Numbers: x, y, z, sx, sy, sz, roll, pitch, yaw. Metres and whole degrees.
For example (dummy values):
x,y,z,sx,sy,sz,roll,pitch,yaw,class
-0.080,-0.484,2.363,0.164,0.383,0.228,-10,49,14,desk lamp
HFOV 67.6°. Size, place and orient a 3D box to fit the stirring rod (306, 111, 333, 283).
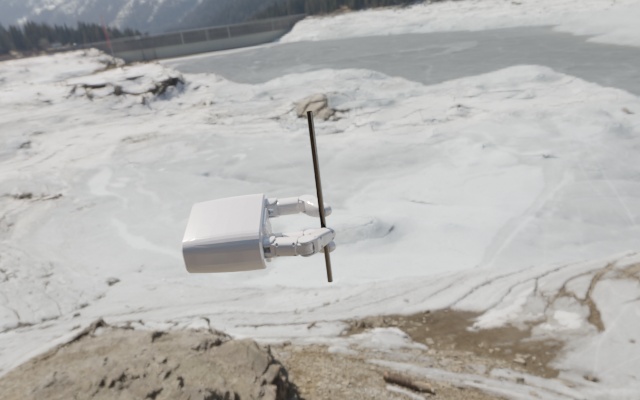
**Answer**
x,y,z,sx,sy,sz,roll,pitch,yaw,class
0.000,0.002,0.630,0.011,0.240,0.011,-6,21,2,stirring rod
